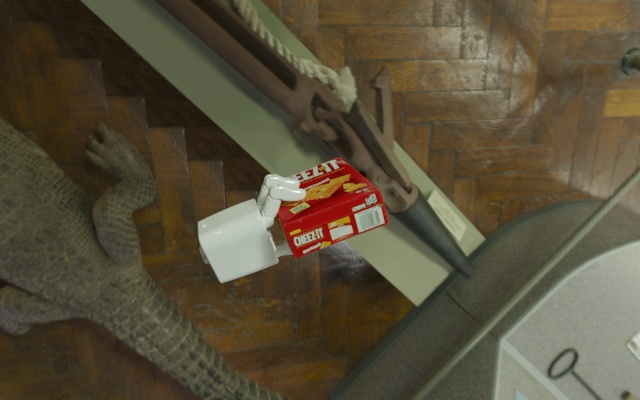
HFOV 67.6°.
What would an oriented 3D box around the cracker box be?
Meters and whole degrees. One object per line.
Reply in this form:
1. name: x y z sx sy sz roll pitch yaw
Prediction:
1. cracker box: 0.000 0.003 0.830 0.164 0.072 0.213 -20 23 -7
